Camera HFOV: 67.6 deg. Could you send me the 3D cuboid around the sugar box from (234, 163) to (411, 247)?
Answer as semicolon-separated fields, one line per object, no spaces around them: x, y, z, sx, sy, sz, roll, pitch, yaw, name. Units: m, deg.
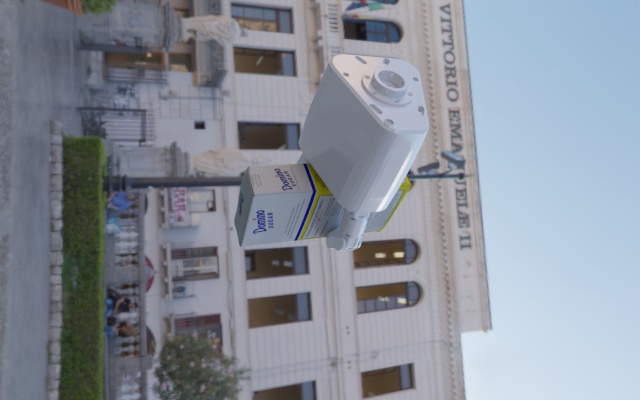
0.000;0.001;0.522;0.176;0.048;0.093;-2;-38;-22;sugar box
